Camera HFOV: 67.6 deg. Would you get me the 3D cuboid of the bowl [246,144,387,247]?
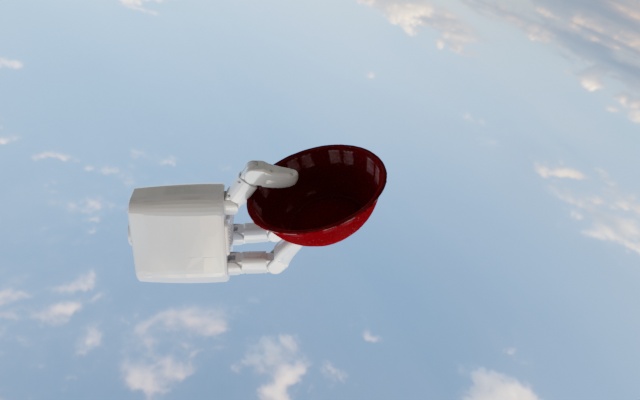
[{"bbox_3d":[0.001,0.002,0.547,0.162,0.055,0.162,-11,37,9],"label":"bowl"}]
